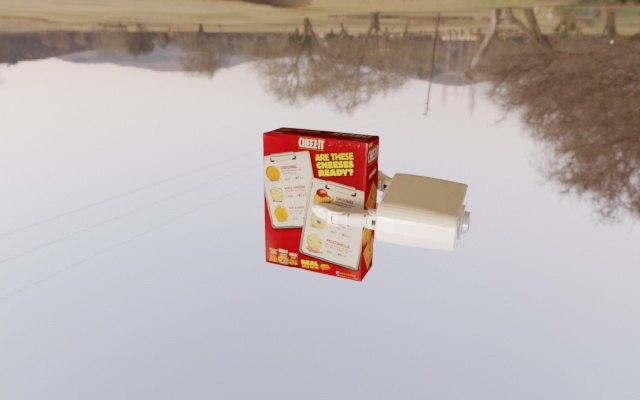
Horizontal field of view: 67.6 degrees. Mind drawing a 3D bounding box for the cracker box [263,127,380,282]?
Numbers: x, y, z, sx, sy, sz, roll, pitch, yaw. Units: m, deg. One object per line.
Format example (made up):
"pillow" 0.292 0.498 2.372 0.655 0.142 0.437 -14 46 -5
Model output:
"cracker box" 0.000 0.003 0.731 0.164 0.214 0.072 9 20 21
